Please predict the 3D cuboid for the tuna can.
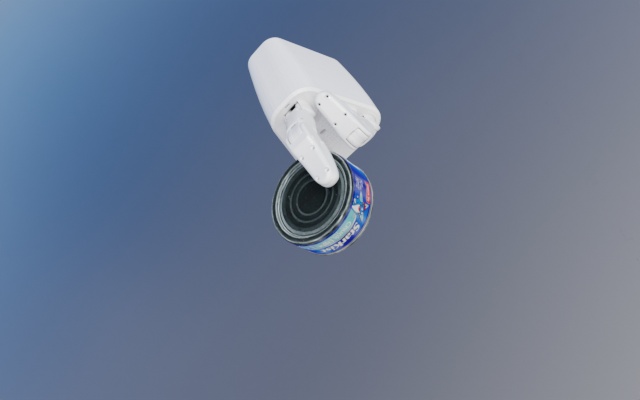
[{"bbox_3d":[0.000,0.001,0.407,0.086,0.086,0.034,0,-19,38],"label":"tuna can"}]
